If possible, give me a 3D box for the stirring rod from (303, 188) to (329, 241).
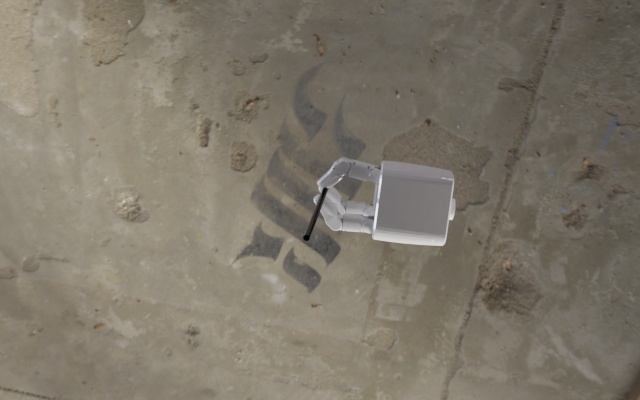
[{"bbox_3d":[0.000,0.002,0.671,0.011,0.011,0.239,0,20,8],"label":"stirring rod"}]
